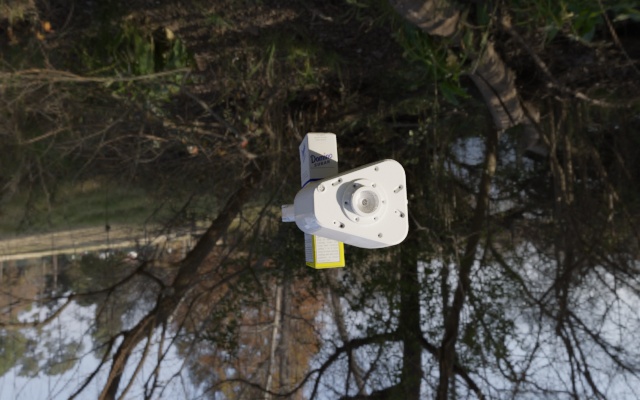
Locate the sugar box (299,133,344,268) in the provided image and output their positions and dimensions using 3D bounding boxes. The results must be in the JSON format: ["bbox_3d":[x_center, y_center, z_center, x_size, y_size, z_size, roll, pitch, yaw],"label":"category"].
[{"bbox_3d":[0.001,0.002,0.658,0.048,0.176,0.093,0,-5,-9],"label":"sugar box"}]
